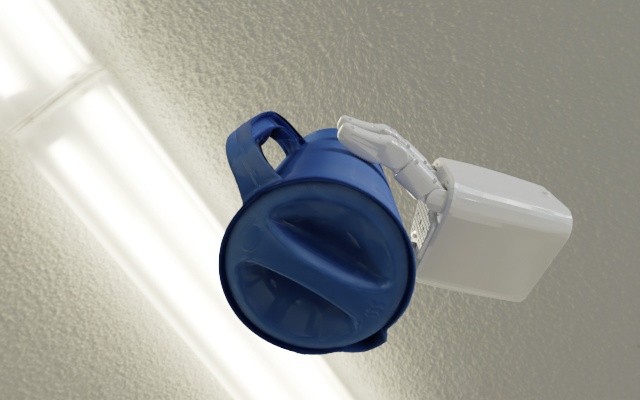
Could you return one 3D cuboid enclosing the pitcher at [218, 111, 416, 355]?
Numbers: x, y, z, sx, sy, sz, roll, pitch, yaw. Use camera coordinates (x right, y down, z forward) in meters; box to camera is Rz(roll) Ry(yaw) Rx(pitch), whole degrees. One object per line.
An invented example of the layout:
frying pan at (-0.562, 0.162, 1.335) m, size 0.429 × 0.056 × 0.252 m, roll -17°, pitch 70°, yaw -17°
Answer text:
pitcher at (0.000, 0.001, 0.421) m, size 0.145 × 0.149 × 0.242 m, roll 12°, pitch 20°, yaw 0°
